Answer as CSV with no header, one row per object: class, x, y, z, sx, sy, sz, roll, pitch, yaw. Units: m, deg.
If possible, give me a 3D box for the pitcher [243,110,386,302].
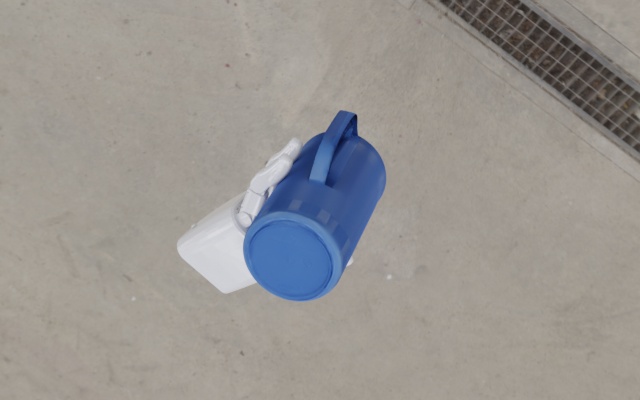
pitcher,0.000,0.002,0.580,0.145,0.149,0.242,-28,15,25
